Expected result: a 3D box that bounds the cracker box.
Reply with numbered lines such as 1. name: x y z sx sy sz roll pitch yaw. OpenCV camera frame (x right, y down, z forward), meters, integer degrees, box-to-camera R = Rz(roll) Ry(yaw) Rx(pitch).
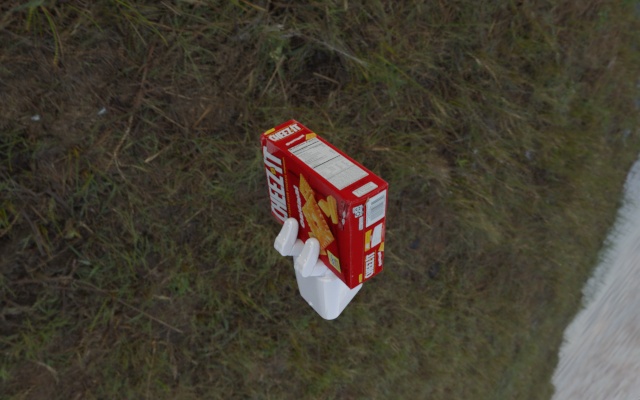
1. cracker box: 0.000 0.002 0.701 0.072 0.164 0.213 -27 46 -27
